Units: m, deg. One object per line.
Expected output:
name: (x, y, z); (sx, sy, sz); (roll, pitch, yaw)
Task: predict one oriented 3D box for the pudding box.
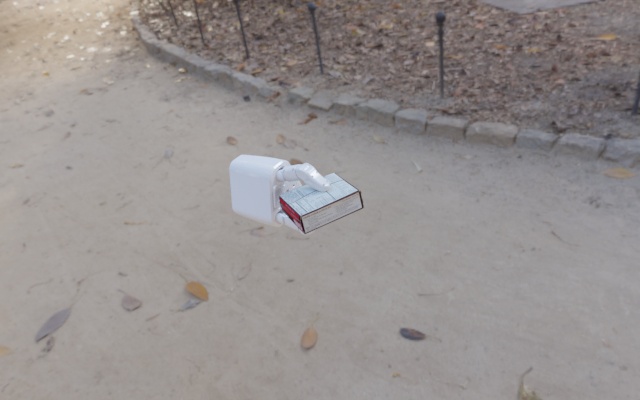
pudding box: (0.000, 0.002, 0.785); (0.113, 0.039, 0.090); (-25, 33, -17)
